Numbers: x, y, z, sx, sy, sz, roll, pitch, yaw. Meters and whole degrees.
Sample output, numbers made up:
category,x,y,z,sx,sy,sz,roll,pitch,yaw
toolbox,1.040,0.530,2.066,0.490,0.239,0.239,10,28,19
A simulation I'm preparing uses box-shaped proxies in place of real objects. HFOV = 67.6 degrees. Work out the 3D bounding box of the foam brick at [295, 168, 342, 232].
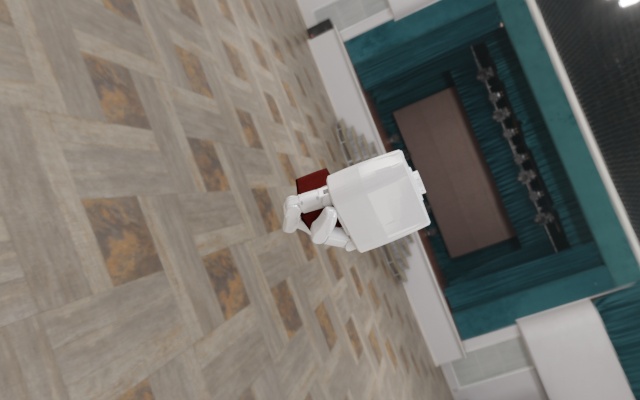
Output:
category,x,y,z,sx,sy,sz,roll,pitch,yaw
foam brick,0.000,0.002,0.689,0.051,0.078,0.053,-22,-46,13
